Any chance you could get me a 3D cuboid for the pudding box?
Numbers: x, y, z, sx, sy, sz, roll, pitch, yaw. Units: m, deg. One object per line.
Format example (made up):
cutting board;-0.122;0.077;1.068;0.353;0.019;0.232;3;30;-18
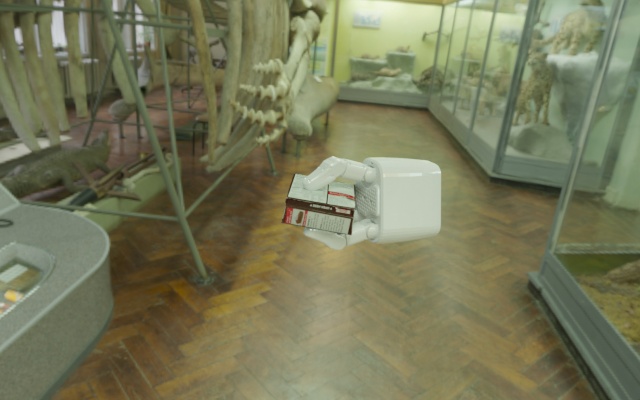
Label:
pudding box;0.000;0.002;0.633;0.090;0.039;0.113;9;17;0
